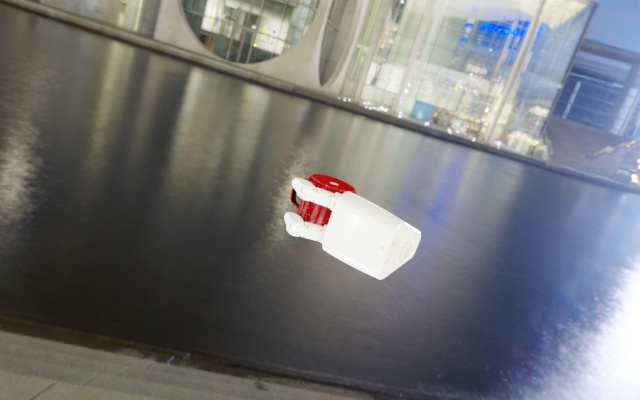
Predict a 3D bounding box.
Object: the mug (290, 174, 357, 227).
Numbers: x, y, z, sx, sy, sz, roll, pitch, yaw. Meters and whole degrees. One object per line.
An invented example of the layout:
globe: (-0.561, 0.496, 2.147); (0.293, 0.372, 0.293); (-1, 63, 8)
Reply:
mug: (-0.001, 0.002, 0.787); (0.117, 0.081, 0.093); (28, 17, 30)
